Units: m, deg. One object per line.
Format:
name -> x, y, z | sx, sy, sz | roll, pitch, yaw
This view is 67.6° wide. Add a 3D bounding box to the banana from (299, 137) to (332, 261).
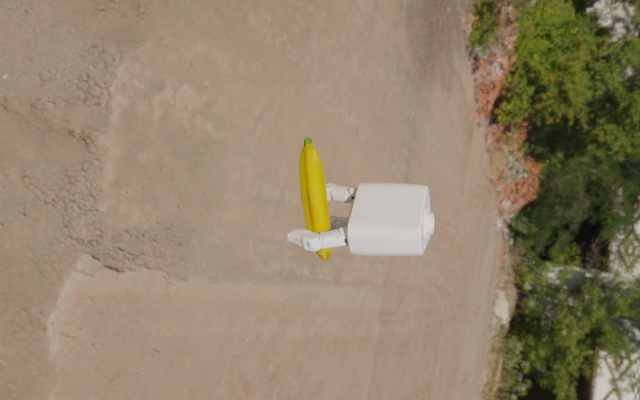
banana -> -0.005, 0.001, 0.728 | 0.037, 0.198, 0.069 | -5, 6, 15
